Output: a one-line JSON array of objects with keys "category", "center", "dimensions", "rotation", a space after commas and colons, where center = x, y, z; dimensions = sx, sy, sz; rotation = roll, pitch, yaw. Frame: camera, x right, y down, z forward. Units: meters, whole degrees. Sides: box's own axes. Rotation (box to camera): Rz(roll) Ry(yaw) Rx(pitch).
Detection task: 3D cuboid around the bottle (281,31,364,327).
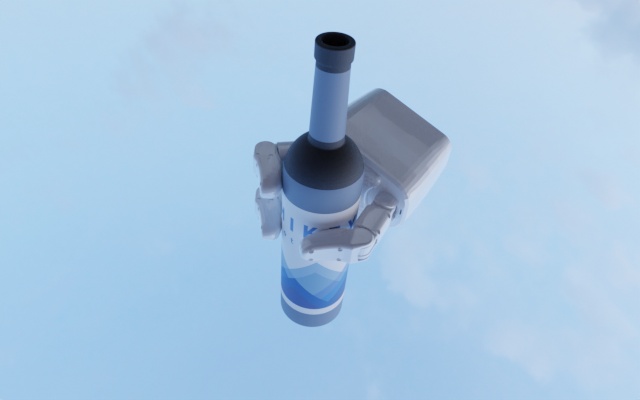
[{"category": "bottle", "center": [0.000, 0.002, 0.414], "dimensions": [0.069, 0.296, 0.069], "rotation": [3, 44, -3]}]
